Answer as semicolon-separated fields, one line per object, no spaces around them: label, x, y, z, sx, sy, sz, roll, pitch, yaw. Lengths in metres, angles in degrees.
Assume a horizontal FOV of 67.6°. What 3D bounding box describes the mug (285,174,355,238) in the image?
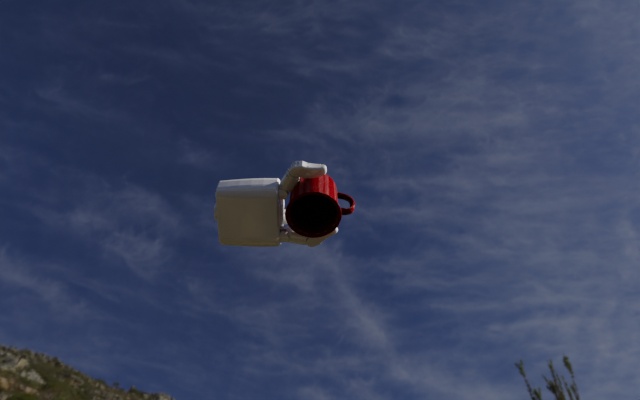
mug;0.002;0.002;0.812;0.117;0.093;0.081;1;34;-1
